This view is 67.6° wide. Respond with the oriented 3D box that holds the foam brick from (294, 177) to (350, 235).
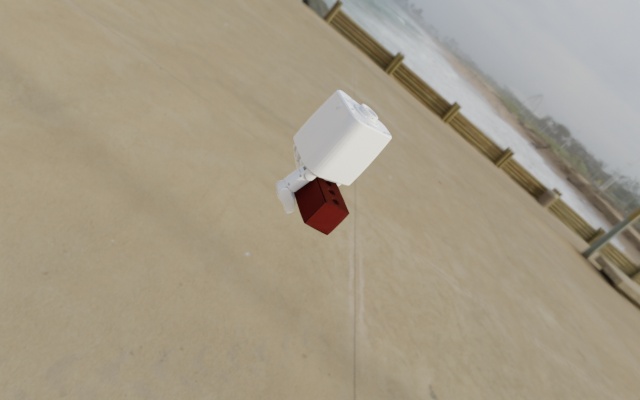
[{"bbox_3d":[0.000,0.003,0.733,0.053,0.078,0.051,28,-62,-38],"label":"foam brick"}]
